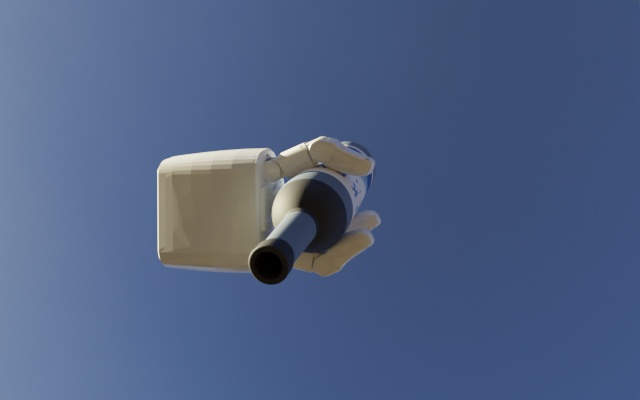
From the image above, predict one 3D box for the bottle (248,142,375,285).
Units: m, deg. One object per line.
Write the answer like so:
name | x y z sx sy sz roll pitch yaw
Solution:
bottle | 0.000 0.001 0.440 0.069 0.069 0.295 0 16 14
